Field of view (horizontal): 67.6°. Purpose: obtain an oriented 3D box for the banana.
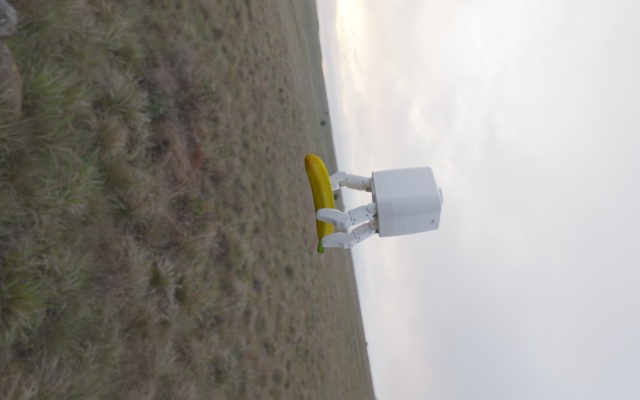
[{"bbox_3d":[0.002,-0.005,0.828,0.037,0.198,0.069,-4,32,7],"label":"banana"}]
